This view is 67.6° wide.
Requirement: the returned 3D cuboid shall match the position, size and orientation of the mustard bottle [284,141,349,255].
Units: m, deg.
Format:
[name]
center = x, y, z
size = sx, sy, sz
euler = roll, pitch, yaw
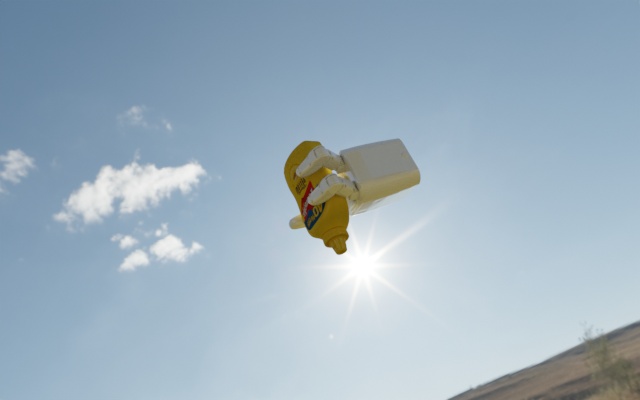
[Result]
[mustard bottle]
center = 0.000, 0.002, 0.764
size = 0.058, 0.191, 0.096
euler = 0, -38, -34
